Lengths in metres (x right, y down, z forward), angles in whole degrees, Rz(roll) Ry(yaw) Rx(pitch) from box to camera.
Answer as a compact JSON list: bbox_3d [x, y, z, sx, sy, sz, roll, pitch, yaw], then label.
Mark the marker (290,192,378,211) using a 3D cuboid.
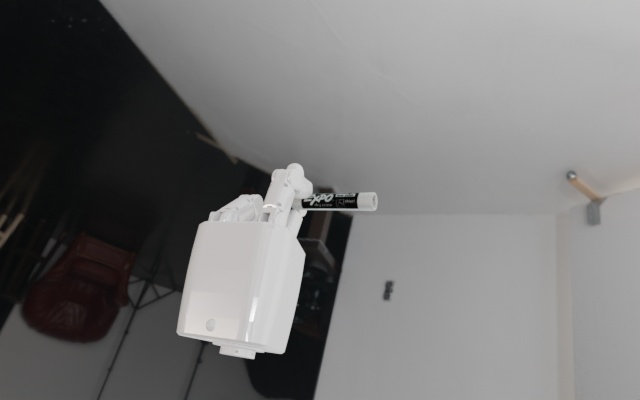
[{"bbox_3d":[0.000,0.002,0.505,0.121,0.020,0.020,0,0,25],"label":"marker"}]
